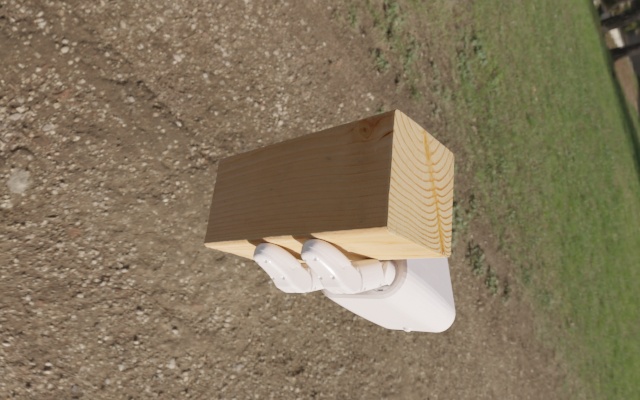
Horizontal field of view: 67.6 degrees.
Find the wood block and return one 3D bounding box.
[{"bbox_3d":[0.000,0.001,0.418,0.206,0.090,0.090,-9,-23,41],"label":"wood block"}]
